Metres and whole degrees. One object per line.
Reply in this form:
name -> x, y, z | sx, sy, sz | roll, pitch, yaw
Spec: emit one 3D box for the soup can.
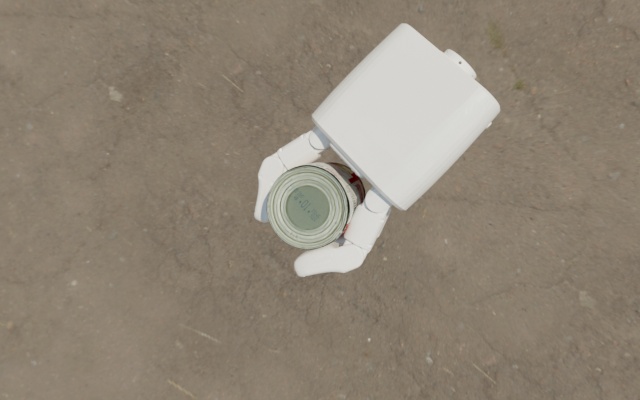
soup can -> 0.000, 0.002, 0.416 | 0.068, 0.068, 0.102 | 0, 5, 12
